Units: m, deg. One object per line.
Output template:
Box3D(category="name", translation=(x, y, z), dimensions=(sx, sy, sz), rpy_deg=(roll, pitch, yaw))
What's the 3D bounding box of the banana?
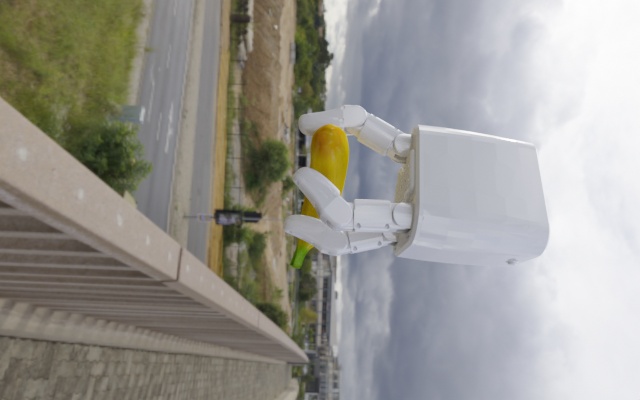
Box3D(category="banana", translation=(0.003, -0.010, 0.452), dimensions=(0.037, 0.069, 0.198), rpy_deg=(13, -40, 1))
